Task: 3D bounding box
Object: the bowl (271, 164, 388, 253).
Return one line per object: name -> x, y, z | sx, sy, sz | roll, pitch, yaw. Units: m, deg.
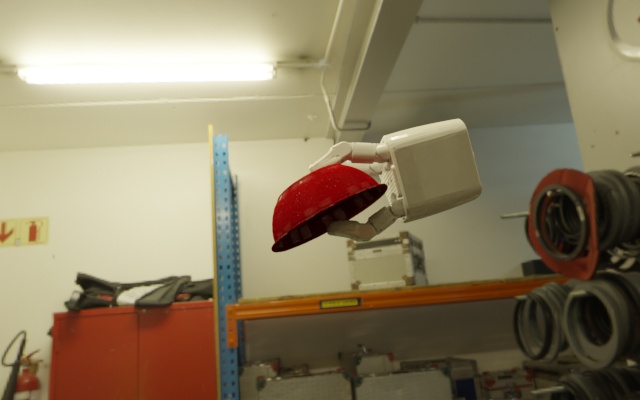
bowl -> -0.001, 0.002, 0.587 | 0.162, 0.055, 0.162 | -28, -11, -6
